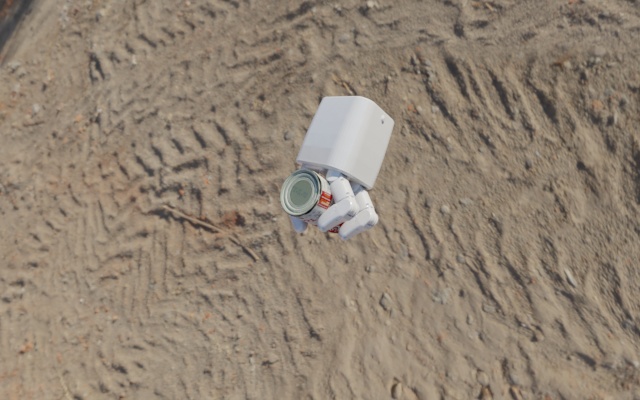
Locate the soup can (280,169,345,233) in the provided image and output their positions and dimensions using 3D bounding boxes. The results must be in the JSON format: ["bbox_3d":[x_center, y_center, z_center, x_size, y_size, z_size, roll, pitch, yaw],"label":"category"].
[{"bbox_3d":[0.000,0.003,0.666,0.068,0.068,0.102,0,-15,35],"label":"soup can"}]
